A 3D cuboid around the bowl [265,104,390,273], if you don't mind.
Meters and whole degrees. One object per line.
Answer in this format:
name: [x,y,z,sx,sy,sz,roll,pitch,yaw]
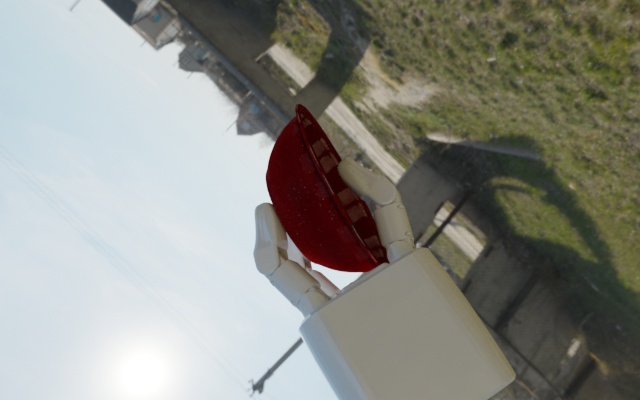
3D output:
bowl: [-0.001,0.001,0.409,0.055,0.162,0.162,-28,-6,10]
